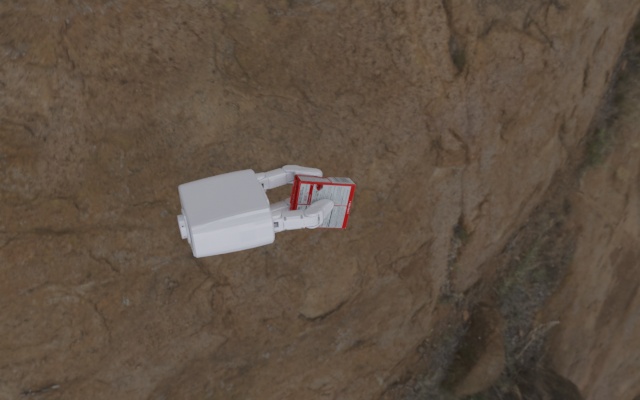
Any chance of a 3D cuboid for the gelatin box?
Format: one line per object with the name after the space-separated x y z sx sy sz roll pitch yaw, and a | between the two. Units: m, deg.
0.001 0.002 0.696 0.089 0.073 0.030 2 24 -20 | gelatin box
